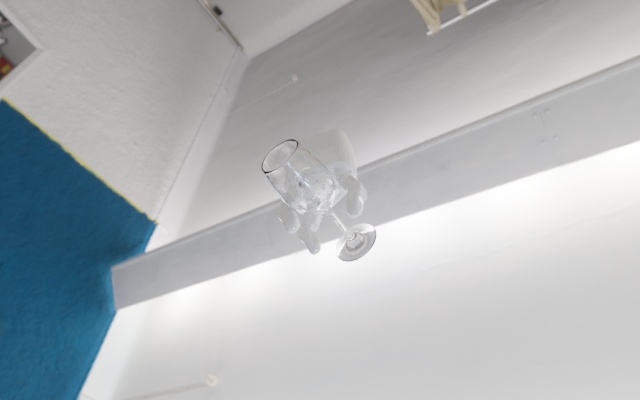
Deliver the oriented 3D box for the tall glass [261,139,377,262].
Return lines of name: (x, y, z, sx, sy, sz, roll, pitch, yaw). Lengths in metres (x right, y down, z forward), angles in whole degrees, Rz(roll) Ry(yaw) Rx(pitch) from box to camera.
tall glass: (0.001, 0.003, 0.694, 0.079, 0.079, 0.201, 0, -39, 46)
